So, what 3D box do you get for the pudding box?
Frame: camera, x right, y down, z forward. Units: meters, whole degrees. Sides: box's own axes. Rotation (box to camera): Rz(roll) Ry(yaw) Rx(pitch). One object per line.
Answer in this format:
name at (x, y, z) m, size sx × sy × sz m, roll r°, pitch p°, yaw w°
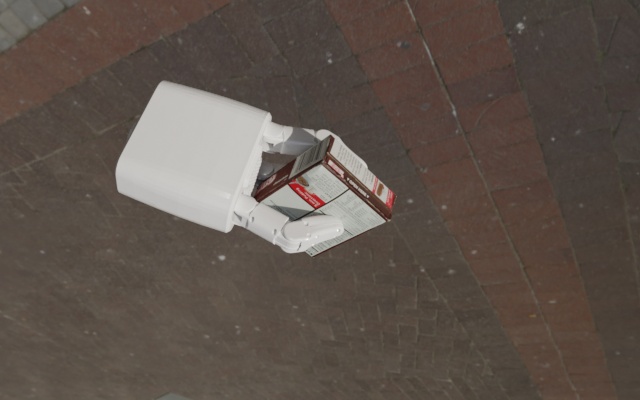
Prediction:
pudding box at (0.000, 0.002, 0.454) m, size 0.090 × 0.039 × 0.113 m, roll 40°, pitch -44°, yaw -22°
